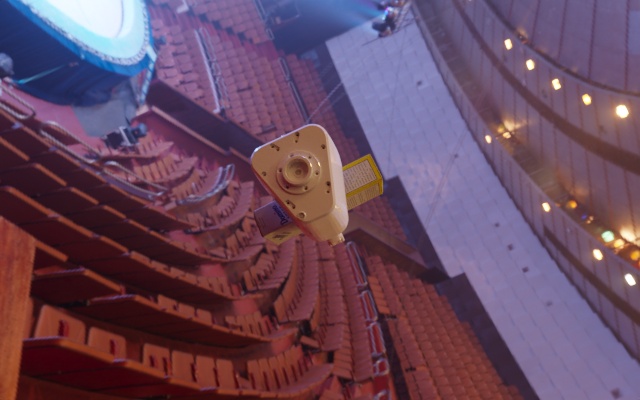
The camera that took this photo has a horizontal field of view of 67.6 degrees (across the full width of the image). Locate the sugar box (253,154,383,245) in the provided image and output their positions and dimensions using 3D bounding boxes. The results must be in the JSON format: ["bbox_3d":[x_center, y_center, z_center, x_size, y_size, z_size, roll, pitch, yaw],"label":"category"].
[{"bbox_3d":[0.000,0.002,0.668,0.176,0.048,0.093,-24,-14,2],"label":"sugar box"}]
